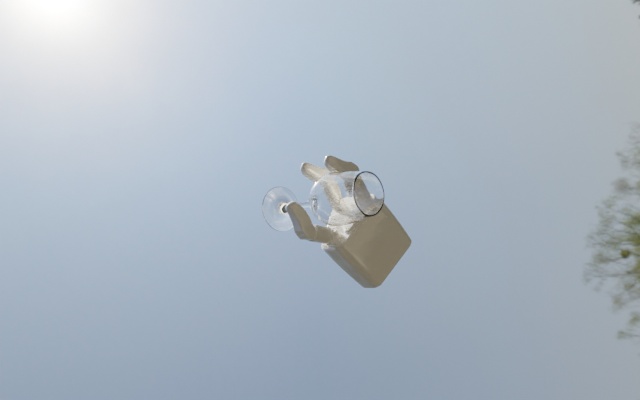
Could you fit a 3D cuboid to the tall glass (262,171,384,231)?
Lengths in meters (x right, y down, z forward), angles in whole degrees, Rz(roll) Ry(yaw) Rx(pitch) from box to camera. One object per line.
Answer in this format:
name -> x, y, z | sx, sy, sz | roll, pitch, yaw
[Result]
tall glass -> 0.000, 0.002, 0.712 | 0.079, 0.079, 0.201 | 0, -7, -41
